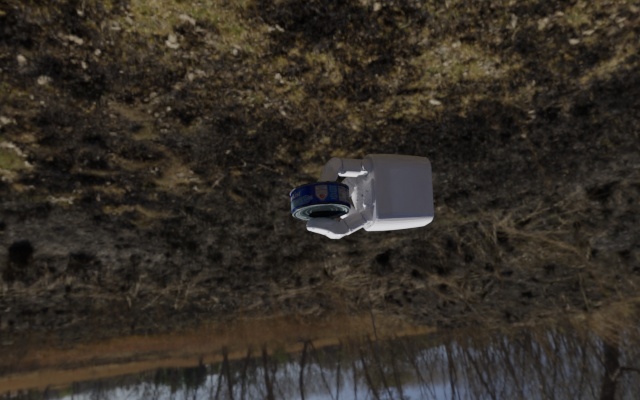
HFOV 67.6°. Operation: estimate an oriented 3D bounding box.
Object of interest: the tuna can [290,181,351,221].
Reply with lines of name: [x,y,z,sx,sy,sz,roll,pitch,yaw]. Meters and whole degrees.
tuna can: [0.000,0.003,0.681,0.086,0.033,0.086,-5,-17,-1]
